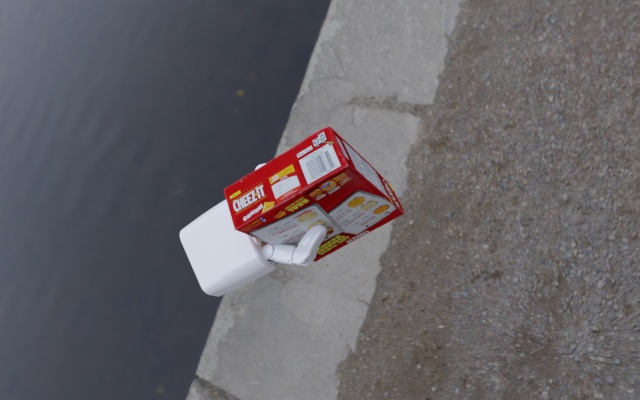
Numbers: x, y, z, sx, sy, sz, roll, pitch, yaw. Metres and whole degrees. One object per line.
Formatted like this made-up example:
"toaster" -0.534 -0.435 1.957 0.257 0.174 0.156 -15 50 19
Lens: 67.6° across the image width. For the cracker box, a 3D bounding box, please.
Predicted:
"cracker box" 0.000 0.002 0.656 0.164 0.072 0.214 -30 -28 17
